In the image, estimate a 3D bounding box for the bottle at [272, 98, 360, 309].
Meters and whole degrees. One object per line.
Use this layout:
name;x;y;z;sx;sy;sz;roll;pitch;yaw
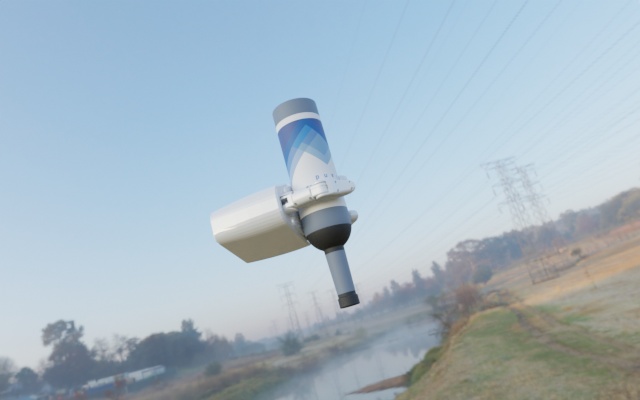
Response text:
bottle;0.000;0.002;0.664;0.069;0.295;0.069;-15;-15;-4
